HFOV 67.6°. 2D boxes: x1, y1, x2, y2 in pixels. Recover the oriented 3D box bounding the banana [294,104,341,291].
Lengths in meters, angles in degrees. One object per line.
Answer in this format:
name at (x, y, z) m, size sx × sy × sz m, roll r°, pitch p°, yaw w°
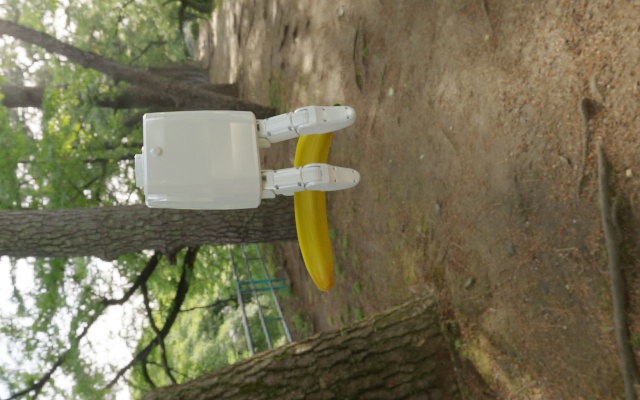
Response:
banana at (-0.006, -0.003, 0.524) m, size 0.037 × 0.198 × 0.069 m, roll -1°, pitch 6°, yaw -20°
